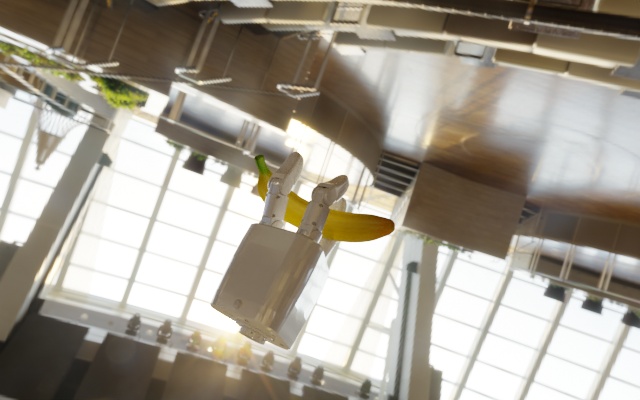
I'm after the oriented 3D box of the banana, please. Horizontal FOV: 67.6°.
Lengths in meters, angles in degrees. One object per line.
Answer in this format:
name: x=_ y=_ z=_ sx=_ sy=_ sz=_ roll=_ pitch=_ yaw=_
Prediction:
banana: x=-0.005 y=0.013 z=0.595 sx=0.198 sy=0.070 sz=0.037 roll=26 pitch=47 yaw=14
